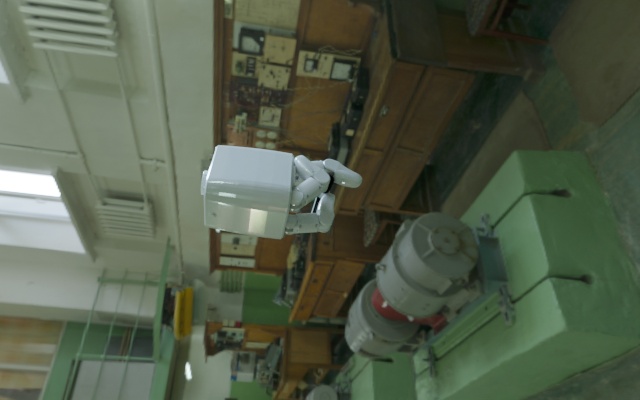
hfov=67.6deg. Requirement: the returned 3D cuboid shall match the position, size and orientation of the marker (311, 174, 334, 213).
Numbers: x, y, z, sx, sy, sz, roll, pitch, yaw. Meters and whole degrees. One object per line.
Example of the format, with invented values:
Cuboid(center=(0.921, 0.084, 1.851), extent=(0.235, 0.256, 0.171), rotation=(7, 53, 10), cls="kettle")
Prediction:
Cuboid(center=(0.000, 0.002, 0.712), extent=(0.020, 0.020, 0.121), rotation=(0, -36, -13), cls="marker")
